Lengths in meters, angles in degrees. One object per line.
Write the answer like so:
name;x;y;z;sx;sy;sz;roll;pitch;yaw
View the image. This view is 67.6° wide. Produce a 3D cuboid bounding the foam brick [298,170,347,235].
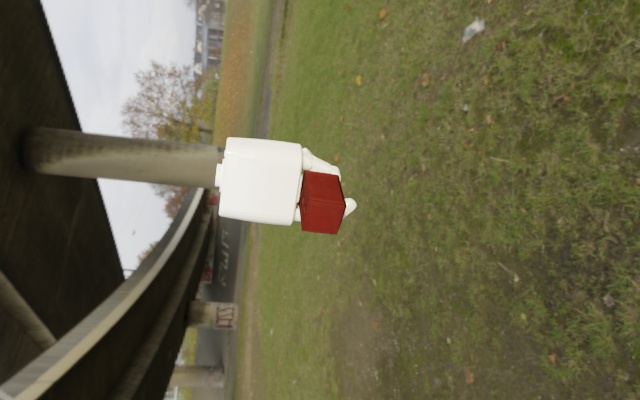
foam brick;0.000;0.002;0.659;0.051;0.053;0.078;7;33;-13
